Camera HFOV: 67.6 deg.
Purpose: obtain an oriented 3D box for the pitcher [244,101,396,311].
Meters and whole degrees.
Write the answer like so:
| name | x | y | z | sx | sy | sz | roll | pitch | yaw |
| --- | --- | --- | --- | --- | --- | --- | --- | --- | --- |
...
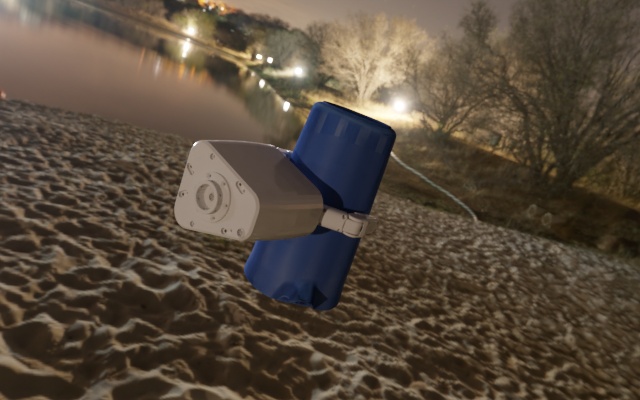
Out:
| name | x | y | z | sx | sy | sz | roll | pitch | yaw |
| --- | --- | --- | --- | --- | --- | --- | --- | --- | --- |
| pitcher | 0.000 | 0.002 | 0.612 | 0.149 | 0.243 | 0.145 | 30 | 16 | 30 |
